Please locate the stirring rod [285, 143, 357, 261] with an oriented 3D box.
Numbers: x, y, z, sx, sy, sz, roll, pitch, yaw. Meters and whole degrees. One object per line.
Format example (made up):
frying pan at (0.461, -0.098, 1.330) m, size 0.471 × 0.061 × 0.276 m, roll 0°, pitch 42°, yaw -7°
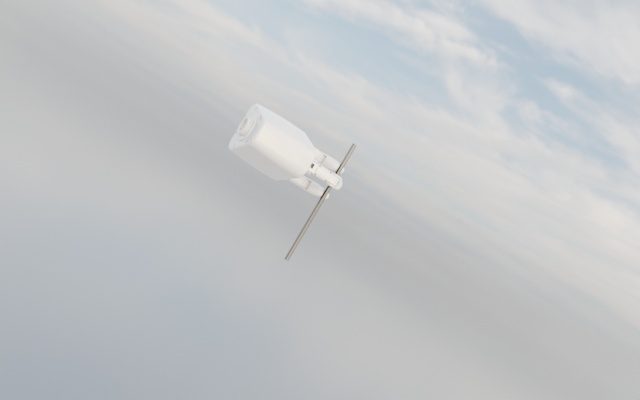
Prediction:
stirring rod at (0.000, 0.003, 0.855) m, size 0.011 × 0.239 × 0.011 m, roll 31°, pitch -1°, yaw 0°
